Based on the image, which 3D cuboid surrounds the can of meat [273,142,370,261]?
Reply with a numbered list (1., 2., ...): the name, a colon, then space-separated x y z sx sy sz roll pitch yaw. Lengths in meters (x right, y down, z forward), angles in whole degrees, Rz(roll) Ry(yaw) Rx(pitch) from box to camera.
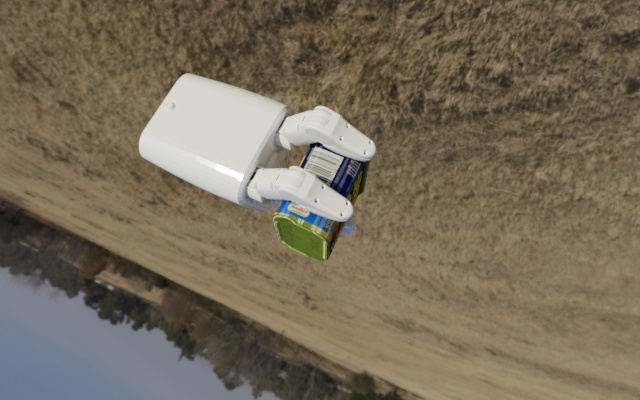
1. can of meat: 0.000 0.002 0.435 0.057 0.084 0.102 23 -19 9
